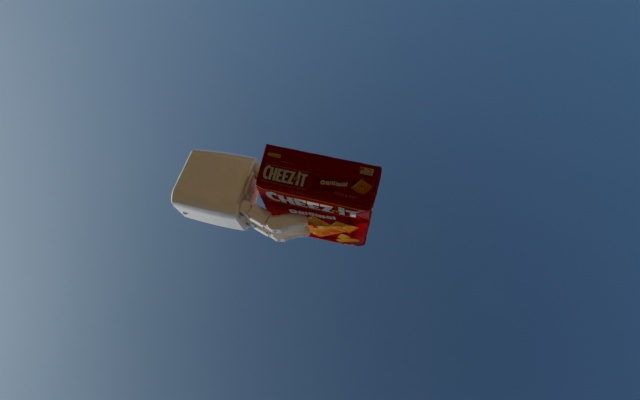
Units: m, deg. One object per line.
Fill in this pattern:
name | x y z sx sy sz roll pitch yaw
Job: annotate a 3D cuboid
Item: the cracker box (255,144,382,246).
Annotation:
cracker box | 0.000 0.002 0.736 0.164 0.072 0.214 11 -18 6
